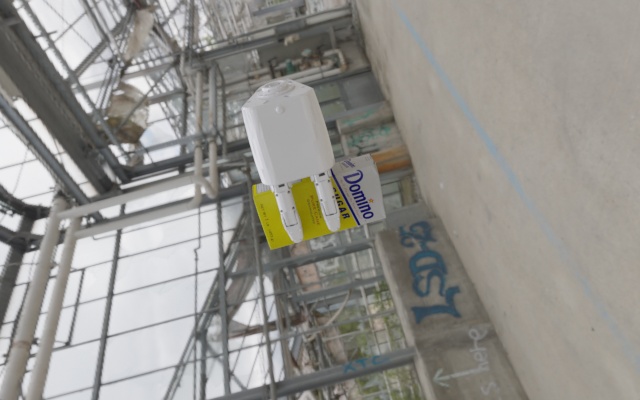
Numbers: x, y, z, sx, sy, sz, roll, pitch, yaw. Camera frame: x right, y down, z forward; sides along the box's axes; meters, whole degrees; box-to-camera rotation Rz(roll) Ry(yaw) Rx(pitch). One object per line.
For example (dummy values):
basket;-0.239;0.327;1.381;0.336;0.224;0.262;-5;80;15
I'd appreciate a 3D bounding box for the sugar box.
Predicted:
sugar box;0.000;0.002;0.685;0.176;0.093;0.048;-15;28;1
